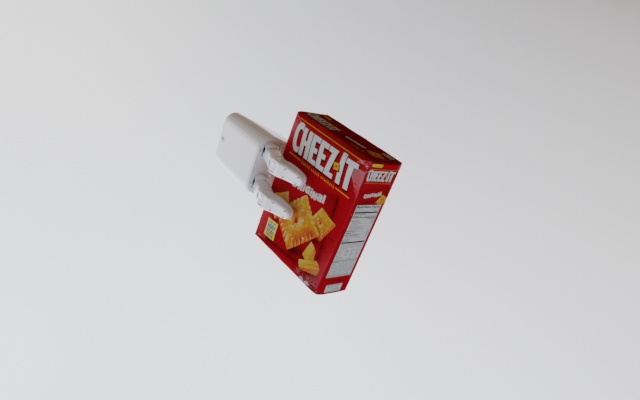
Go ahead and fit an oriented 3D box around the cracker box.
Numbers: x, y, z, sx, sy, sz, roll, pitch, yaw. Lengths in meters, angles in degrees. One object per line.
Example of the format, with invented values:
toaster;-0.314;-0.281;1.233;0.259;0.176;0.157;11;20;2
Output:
cracker box;0.000;0.002;0.691;0.072;0.214;0.164;-2;32;-44
